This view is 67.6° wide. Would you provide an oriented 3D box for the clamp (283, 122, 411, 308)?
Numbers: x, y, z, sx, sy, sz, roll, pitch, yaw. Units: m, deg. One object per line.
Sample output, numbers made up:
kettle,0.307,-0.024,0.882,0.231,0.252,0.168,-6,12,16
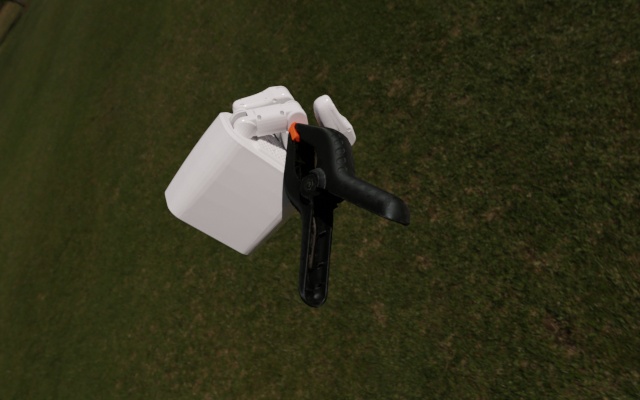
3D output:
clamp,0.000,0.001,0.409,0.039,0.120,0.171,25,25,-37
